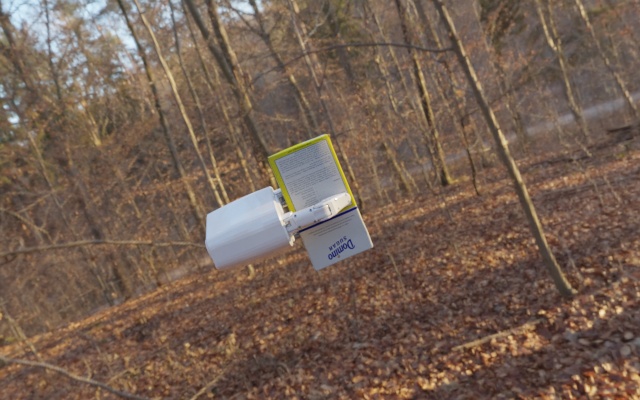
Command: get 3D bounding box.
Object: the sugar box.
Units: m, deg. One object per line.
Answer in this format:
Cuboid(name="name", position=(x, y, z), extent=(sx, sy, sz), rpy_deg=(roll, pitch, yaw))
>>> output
Cuboid(name="sugar box", position=(0.000, 0.002, 0.688), extent=(0.093, 0.176, 0.048), rpy_deg=(-22, 10, -2))
